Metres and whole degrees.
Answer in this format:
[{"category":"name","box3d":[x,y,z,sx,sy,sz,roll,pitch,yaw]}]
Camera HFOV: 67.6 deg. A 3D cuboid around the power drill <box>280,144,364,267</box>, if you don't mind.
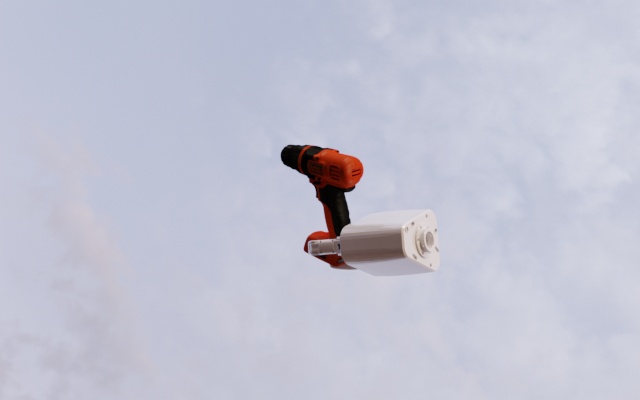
[{"category":"power drill","box3d":[0.000,0.003,0.787,0.057,0.188,0.184,-20,25,-32]}]
